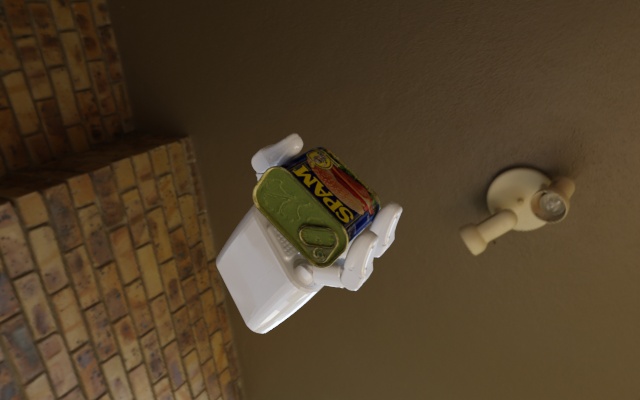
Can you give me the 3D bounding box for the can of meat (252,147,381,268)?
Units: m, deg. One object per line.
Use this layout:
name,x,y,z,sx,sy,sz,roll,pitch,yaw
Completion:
can of meat,0.000,0.001,0.463,0.057,0.102,0.084,-50,-9,36
